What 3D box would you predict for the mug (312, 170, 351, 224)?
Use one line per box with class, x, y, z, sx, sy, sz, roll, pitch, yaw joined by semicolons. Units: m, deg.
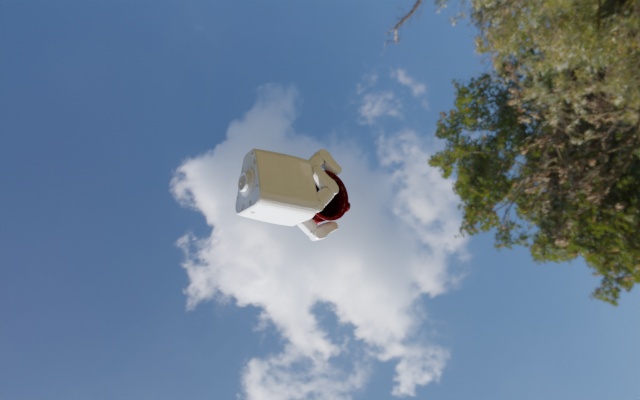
mug;0.001;0.003;0.882;0.117;0.093;0.081;14;-22;-33
